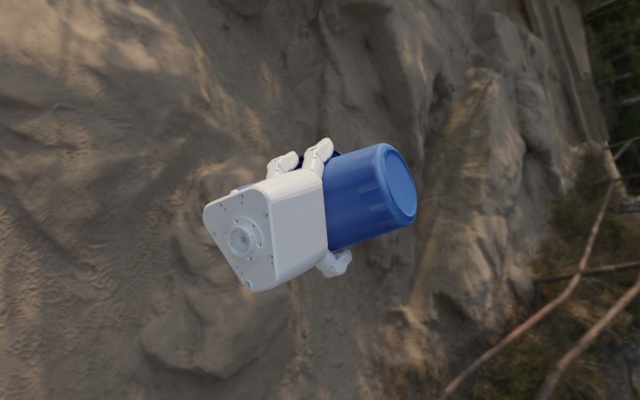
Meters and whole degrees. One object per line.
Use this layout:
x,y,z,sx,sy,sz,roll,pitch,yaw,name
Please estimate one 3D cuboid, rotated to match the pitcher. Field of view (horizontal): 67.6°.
0.000,0.002,0.649,0.243,0.149,0.145,-18,2,30,pitcher
